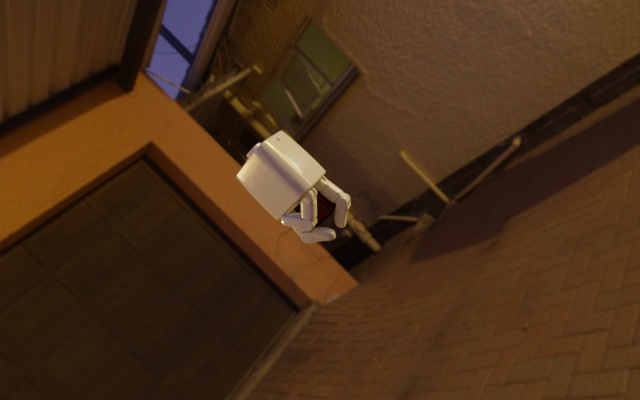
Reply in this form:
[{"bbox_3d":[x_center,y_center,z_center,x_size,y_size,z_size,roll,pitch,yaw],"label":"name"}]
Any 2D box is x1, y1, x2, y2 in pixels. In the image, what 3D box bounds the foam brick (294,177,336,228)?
[{"bbox_3d":[0.000,0.003,0.844,0.053,0.051,0.078,-44,3,30],"label":"foam brick"}]
